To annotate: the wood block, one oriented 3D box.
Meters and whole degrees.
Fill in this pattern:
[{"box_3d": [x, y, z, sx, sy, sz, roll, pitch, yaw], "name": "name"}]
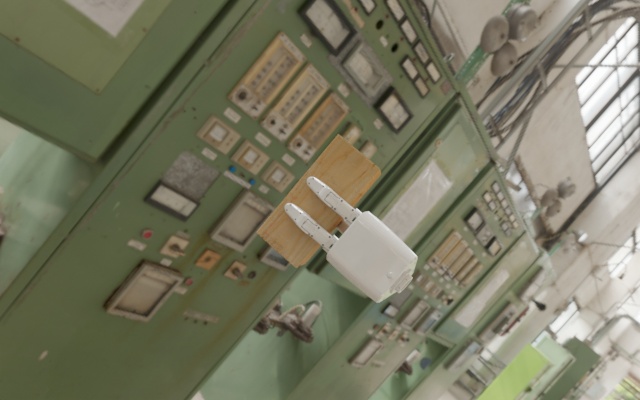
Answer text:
[{"box_3d": [0.001, 0.003, 0.798, 0.090, 0.206, 0.091, 41, 3, 8], "name": "wood block"}]
